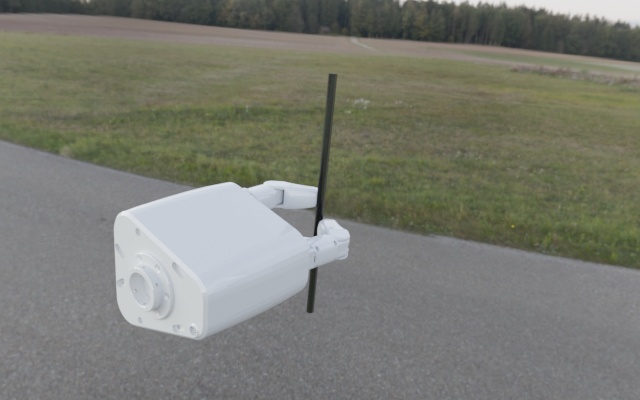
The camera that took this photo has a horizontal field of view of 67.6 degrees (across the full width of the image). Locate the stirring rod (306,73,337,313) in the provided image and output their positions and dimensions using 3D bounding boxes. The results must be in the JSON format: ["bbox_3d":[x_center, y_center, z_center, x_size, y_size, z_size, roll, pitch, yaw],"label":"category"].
[{"bbox_3d":[0.000,0.002,0.461,0.011,0.240,0.011,5,18,-2],"label":"stirring rod"}]
